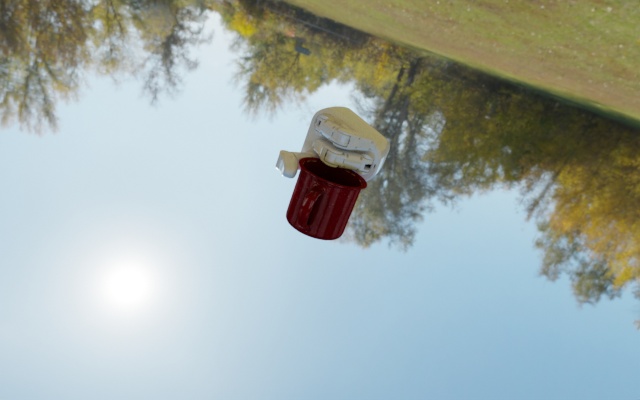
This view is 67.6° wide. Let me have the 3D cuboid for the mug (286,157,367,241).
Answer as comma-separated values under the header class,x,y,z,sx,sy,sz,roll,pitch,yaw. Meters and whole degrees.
class,x,y,z,sx,sy,sz,roll,pitch,yaw
mug,0.000,0.003,0.614,0.093,0.081,0.117,24,21,10
